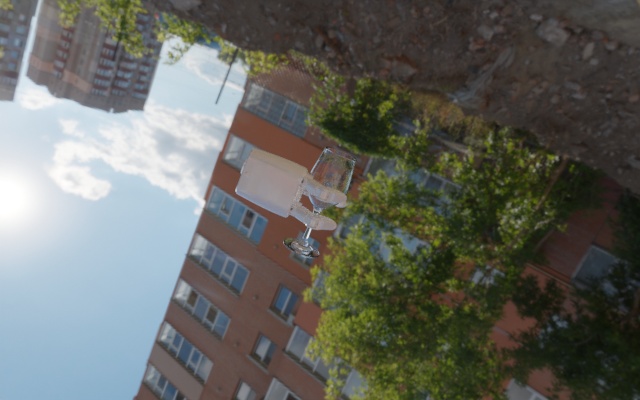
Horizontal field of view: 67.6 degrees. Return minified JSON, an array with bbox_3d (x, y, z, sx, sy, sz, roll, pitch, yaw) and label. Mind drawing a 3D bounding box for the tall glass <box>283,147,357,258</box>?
[{"bbox_3d":[0.000,0.004,0.892,0.079,0.201,0.079,22,15,-6],"label":"tall glass"}]
